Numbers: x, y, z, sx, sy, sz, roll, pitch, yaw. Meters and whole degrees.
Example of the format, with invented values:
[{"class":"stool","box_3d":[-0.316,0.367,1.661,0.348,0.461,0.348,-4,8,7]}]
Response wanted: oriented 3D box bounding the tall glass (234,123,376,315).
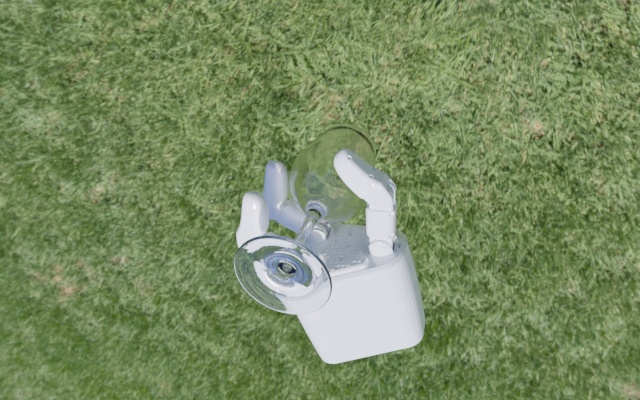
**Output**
[{"class":"tall glass","box_3d":[0.000,0.002,0.419,0.079,0.079,0.201,0,33,19]}]
